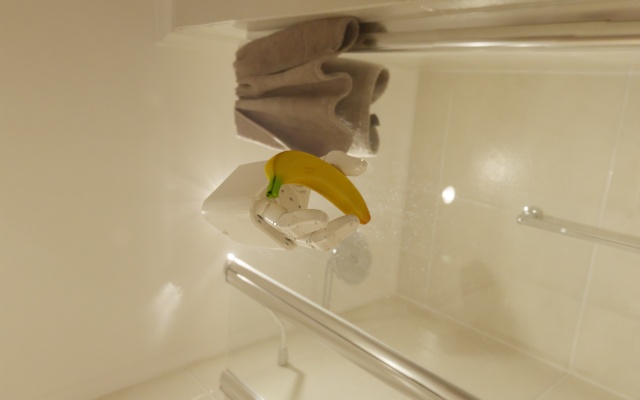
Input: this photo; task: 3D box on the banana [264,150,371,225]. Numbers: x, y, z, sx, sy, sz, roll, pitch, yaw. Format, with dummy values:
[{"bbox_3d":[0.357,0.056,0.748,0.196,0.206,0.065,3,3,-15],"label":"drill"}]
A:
[{"bbox_3d":[-0.003,-0.017,0.547,0.037,0.069,0.198,-15,-18,34],"label":"banana"}]
